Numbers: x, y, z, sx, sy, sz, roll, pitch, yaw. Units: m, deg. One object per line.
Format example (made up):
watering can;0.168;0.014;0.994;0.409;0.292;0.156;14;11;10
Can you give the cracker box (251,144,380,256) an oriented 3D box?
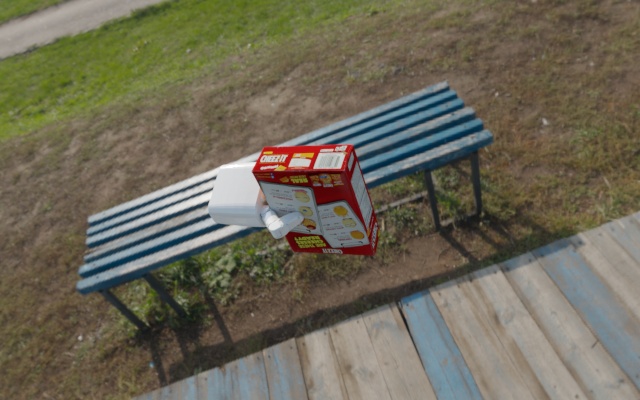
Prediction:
cracker box;0.000;0.003;0.825;0.164;0.072;0.214;0;-42;23
